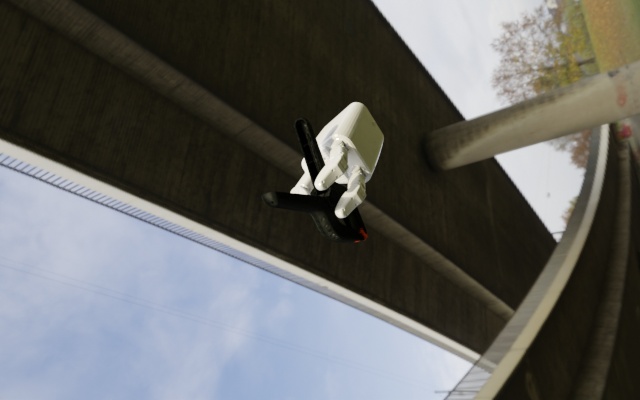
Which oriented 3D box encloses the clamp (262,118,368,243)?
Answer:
[{"bbox_3d":[0.000,0.003,0.707,0.036,0.210,0.164,-15,34,37],"label":"clamp"}]
